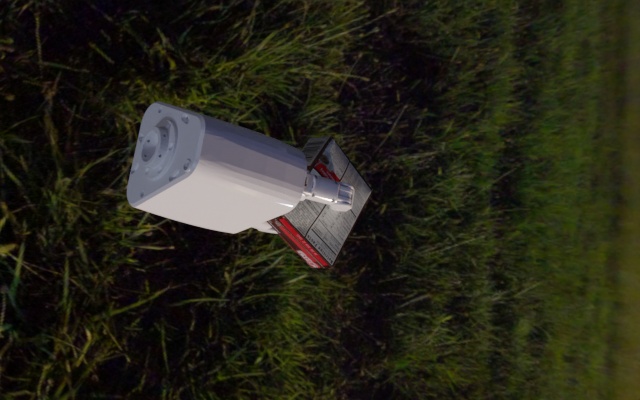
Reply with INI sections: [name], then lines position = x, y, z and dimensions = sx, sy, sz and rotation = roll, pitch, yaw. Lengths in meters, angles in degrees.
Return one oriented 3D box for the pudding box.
[pudding box]
position = 0.000, 0.002, 0.504
dimensions = 0.039, 0.113, 0.090
rotation = 0, -41, 45
